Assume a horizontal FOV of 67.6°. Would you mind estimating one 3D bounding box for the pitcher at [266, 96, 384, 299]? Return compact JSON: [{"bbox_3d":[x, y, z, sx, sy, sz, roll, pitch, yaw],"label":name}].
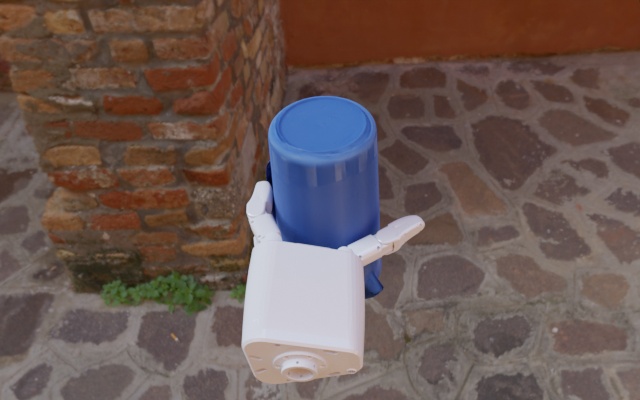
[{"bbox_3d":[0.000,0.002,0.557,0.149,0.145,0.243,-1,-43,3],"label":"pitcher"}]
